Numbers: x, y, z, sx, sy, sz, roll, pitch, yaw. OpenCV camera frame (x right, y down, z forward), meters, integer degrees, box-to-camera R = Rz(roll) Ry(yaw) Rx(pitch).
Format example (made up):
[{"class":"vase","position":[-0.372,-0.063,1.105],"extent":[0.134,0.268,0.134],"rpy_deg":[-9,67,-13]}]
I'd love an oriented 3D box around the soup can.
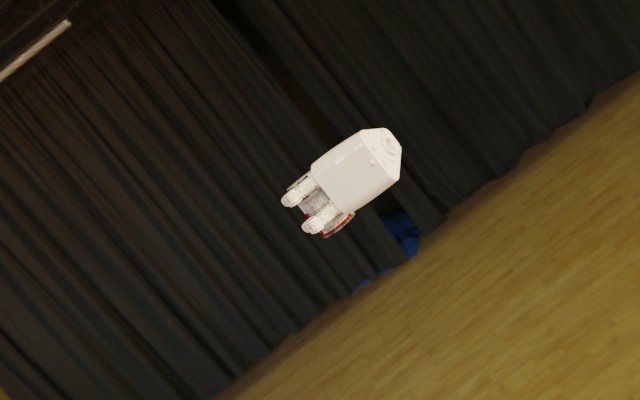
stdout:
[{"class":"soup can","position":[0.000,0.003,0.798],"extent":[0.068,0.102,0.068],"rpy_deg":[-38,6,5]}]
